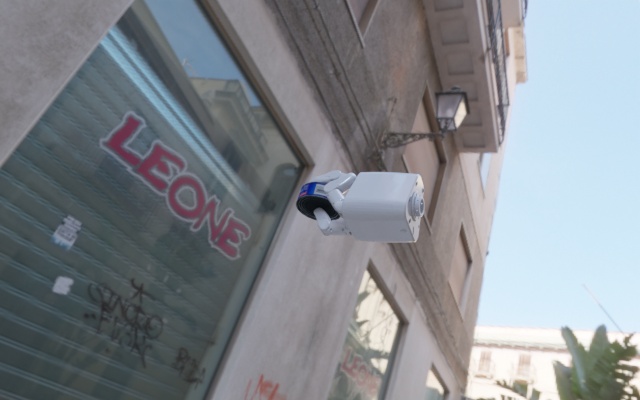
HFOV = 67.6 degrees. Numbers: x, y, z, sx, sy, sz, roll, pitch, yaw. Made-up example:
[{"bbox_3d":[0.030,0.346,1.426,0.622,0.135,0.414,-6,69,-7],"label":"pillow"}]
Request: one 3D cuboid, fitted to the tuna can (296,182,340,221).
[{"bbox_3d":[0.000,0.002,0.881,0.086,0.033,0.086,11,-31,7],"label":"tuna can"}]
